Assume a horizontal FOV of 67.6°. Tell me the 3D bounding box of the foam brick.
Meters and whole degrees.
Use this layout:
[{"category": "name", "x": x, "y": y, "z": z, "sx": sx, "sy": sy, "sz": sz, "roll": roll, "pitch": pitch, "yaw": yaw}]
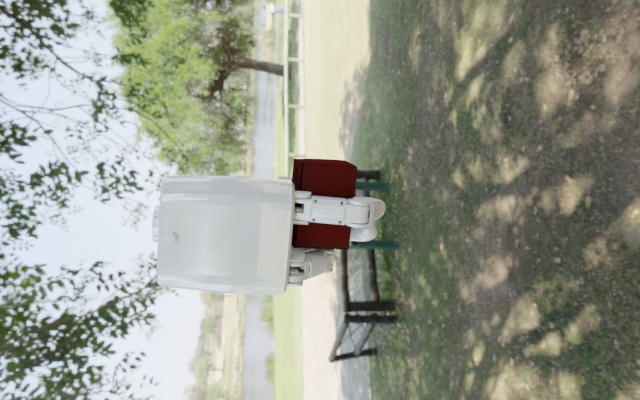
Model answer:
[{"category": "foam brick", "x": 0.000, "y": 0.001, "z": 0.440, "sx": 0.051, "sy": 0.078, "sz": 0.053, "roll": 4, "pitch": 8, "yaw": -10}]
